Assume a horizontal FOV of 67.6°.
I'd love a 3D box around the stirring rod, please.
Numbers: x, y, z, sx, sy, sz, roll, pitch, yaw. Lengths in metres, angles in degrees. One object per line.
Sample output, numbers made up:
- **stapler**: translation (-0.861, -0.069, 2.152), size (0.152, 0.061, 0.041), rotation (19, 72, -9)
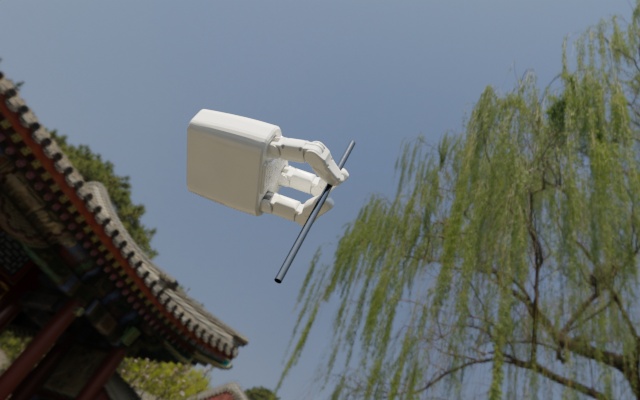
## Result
- **stirring rod**: translation (0.000, 0.002, 0.558), size (0.011, 0.011, 0.239), rotation (0, 41, 28)
